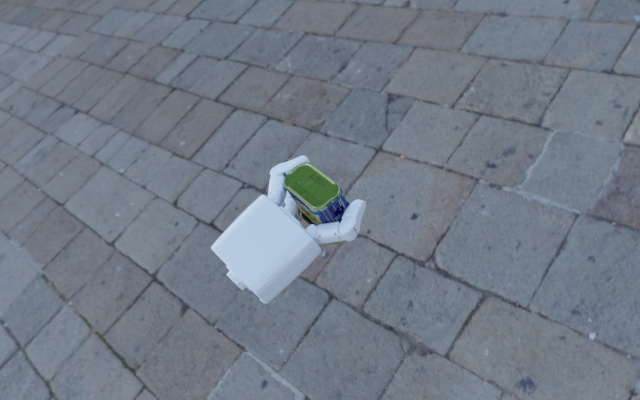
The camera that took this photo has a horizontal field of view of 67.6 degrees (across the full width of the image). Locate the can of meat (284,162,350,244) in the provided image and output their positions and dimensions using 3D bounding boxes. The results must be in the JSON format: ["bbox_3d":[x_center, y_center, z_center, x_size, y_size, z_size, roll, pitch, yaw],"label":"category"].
[{"bbox_3d":[0.000,0.002,0.689,0.102,0.057,0.084,38,-14,41],"label":"can of meat"}]
